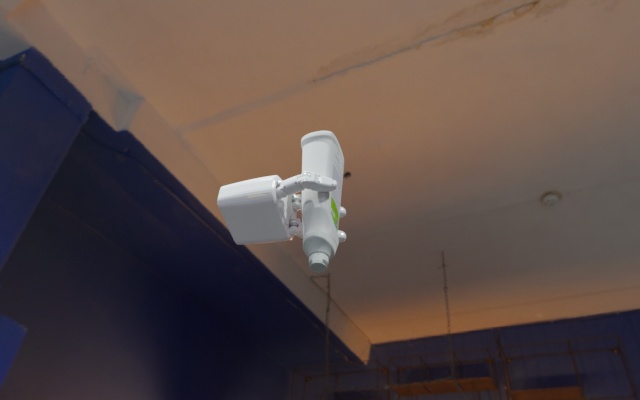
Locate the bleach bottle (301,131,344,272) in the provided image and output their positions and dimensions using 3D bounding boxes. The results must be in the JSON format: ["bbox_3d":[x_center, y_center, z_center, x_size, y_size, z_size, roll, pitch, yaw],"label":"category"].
[{"bbox_3d":[0.000,0.003,0.816,0.068,0.250,0.103,-10,-41,16],"label":"bleach bottle"}]
